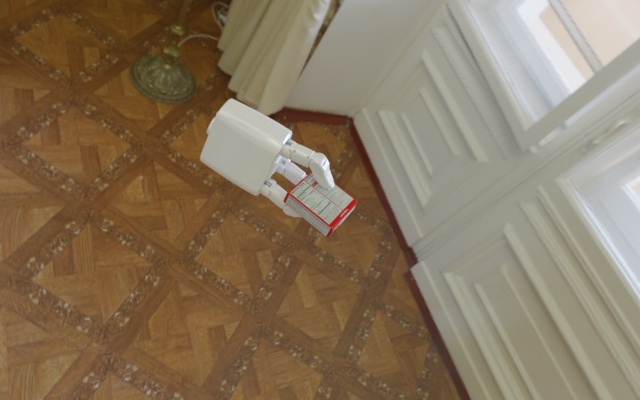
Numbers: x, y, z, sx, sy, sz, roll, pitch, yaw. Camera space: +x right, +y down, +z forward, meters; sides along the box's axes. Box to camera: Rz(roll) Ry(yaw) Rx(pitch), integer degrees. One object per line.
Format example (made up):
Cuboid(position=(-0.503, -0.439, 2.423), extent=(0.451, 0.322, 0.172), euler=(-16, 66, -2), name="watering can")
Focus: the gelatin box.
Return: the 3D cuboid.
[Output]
Cuboid(position=(0.001, 0.002, 0.729), extent=(0.073, 0.089, 0.030), euler=(-44, -12, -39), name="gelatin box")
